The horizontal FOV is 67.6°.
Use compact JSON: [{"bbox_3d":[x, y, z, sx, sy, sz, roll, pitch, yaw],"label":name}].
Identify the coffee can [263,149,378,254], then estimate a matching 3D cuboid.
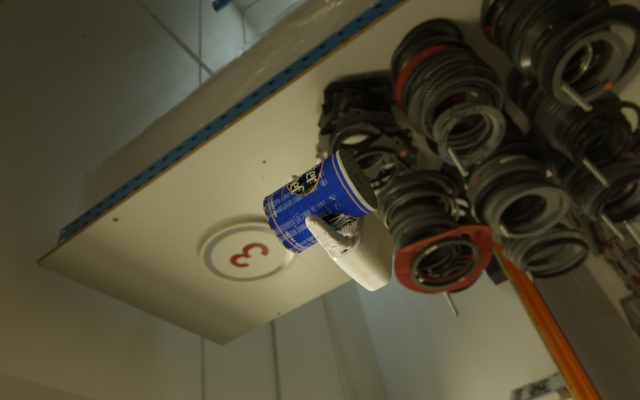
[{"bbox_3d":[0.000,0.002,0.715,0.140,0.103,0.103,-31,-10,17],"label":"coffee can"}]
